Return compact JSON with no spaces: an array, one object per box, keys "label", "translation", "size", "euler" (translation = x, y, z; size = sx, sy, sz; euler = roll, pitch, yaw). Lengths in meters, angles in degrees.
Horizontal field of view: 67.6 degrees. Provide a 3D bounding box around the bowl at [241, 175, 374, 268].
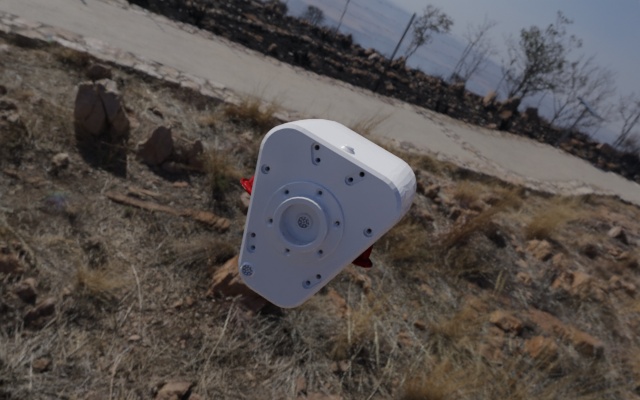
[{"label":"bowl","translation":[0.000,0.001,0.495],"size":[0.162,0.055,0.162],"euler":[33,4,-3]}]
